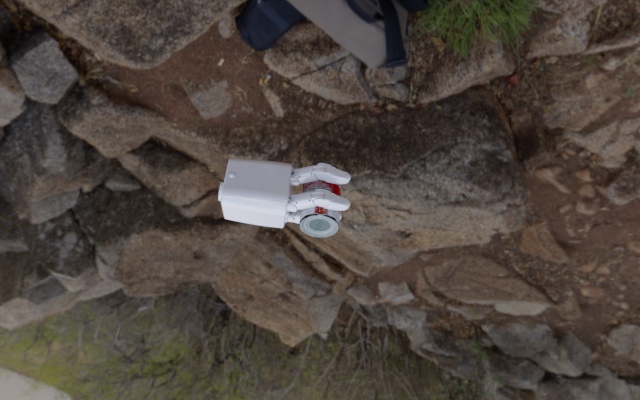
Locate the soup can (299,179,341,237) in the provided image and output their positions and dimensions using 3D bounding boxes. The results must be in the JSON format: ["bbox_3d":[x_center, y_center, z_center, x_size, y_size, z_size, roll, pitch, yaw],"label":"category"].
[{"bbox_3d":[0.001,0.003,0.811,0.068,0.102,0.069,2,-37,2],"label":"soup can"}]
